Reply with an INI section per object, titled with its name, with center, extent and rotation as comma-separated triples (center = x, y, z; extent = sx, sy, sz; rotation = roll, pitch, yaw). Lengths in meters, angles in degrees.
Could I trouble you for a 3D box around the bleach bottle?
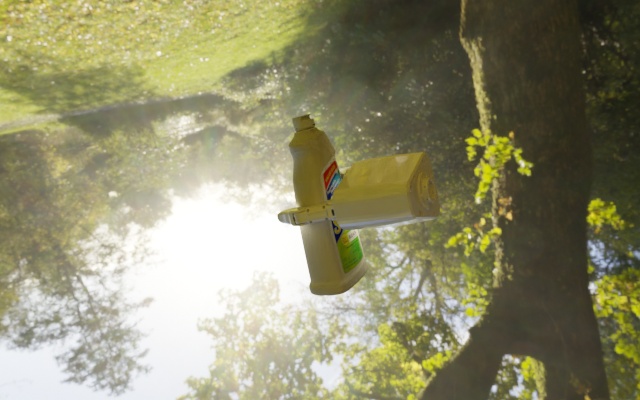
[bleach bottle]
center = 0.000, 0.002, 0.690
extent = 0.068, 0.251, 0.102
rotation = -8, 12, 33
